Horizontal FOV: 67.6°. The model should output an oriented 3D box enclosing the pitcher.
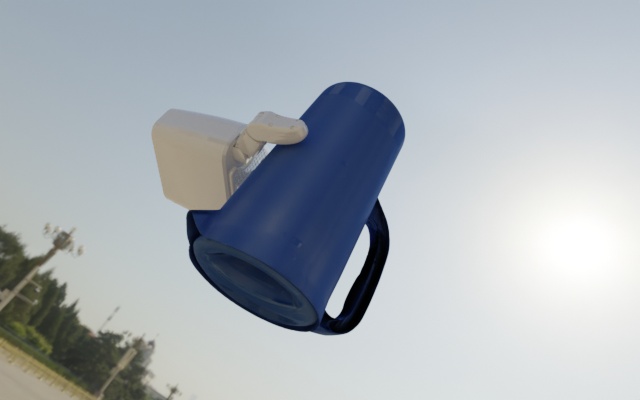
[{"bbox_3d":[0.000,0.001,0.475,0.145,0.242,0.149,16,-35,25],"label":"pitcher"}]
